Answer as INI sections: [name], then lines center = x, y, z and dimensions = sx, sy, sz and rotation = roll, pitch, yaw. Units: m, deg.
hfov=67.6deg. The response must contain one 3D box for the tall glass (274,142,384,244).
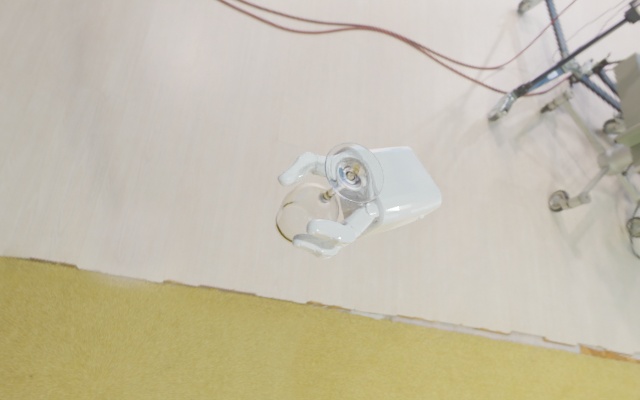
[tall glass]
center = 0.000, 0.002, 0.618
dimensions = 0.079, 0.079, 0.201
rotation = 0, -20, -25
